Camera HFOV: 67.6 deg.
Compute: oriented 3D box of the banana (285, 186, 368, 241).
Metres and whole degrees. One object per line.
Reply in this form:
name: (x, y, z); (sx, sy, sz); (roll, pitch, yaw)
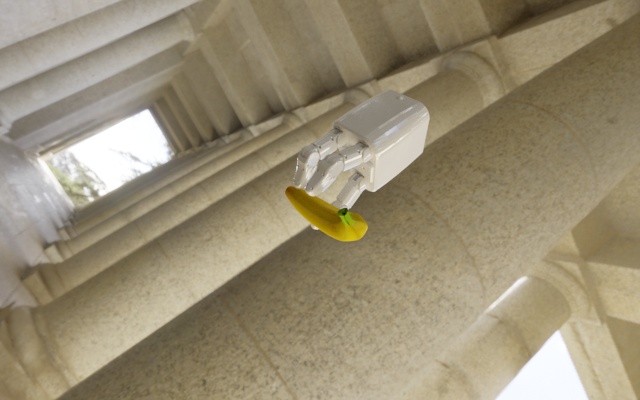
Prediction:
banana: (0.011, 0.017, 0.625); (0.037, 0.070, 0.198); (-38, 21, -15)
